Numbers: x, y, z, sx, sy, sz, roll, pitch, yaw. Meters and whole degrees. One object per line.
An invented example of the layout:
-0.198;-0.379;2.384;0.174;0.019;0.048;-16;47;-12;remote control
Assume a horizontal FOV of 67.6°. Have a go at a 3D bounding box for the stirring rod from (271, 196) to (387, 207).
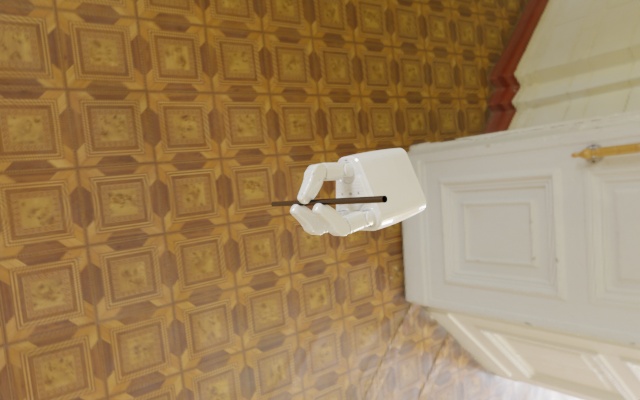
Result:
0.000;0.002;0.626;0.011;0.011;0.239;0;-2;-36;stirring rod
